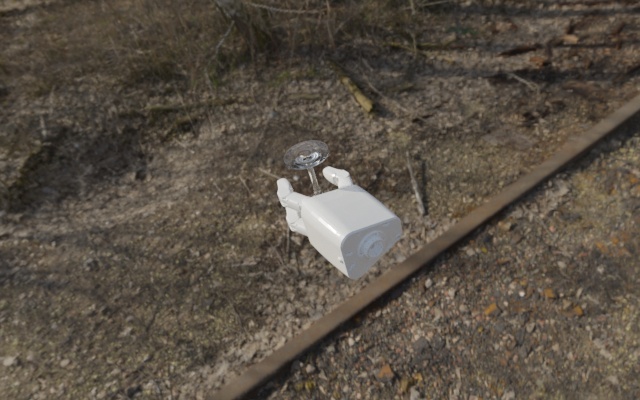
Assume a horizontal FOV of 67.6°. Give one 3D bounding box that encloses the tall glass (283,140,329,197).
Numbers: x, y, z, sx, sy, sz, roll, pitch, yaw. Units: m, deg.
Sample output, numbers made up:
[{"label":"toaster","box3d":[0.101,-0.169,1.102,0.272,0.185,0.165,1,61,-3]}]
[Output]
[{"label":"tall glass","box3d":[0.000,0.002,0.803,0.079,0.201,0.079,-10,39,8]}]
